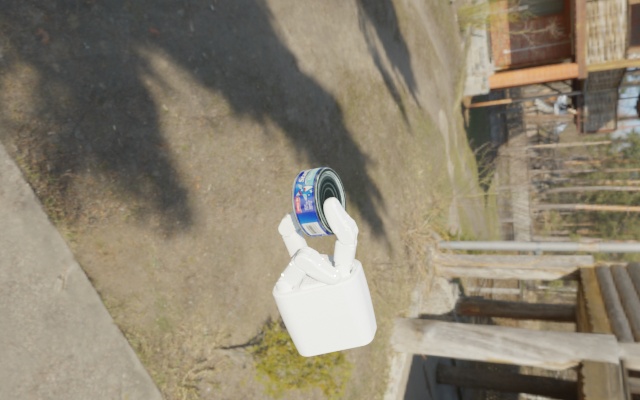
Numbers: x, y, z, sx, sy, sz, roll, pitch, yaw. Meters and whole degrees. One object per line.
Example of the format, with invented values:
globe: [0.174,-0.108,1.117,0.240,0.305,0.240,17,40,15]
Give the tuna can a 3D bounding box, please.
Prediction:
tuna can: [0.001,0.002,0.596,0.034,0.086,0.086,-8,-4,28]
